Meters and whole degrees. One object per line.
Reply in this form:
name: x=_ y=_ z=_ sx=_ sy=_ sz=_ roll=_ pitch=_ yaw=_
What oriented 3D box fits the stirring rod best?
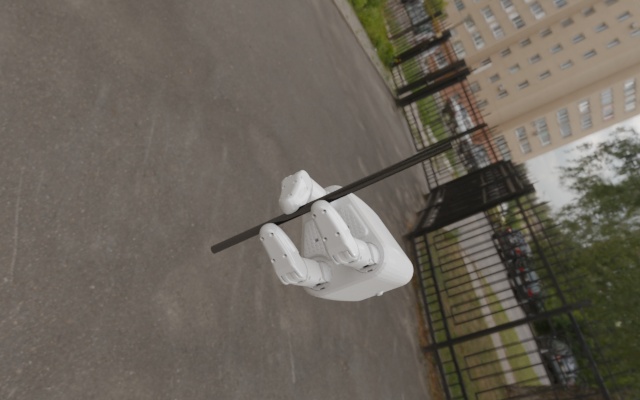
stirring rod: x=0.000 y=0.001 z=0.420 sx=0.239 sy=0.011 sz=0.011 roll=-24 pitch=-9 yaw=20
